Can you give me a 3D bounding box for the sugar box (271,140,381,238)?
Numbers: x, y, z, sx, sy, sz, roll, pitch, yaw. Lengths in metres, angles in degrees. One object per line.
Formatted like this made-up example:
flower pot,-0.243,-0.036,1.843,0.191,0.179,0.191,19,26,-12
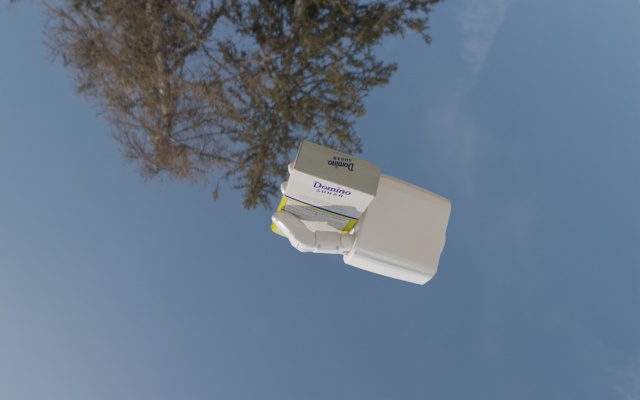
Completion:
sugar box,0.000,0.002,0.575,0.093,0.048,0.176,19,-31,-6
